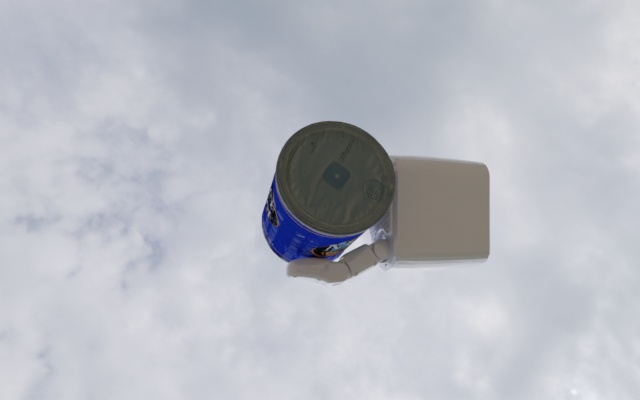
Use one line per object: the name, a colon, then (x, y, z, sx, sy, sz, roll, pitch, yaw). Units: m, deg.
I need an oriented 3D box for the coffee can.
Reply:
coffee can: (0.000, 0.002, 0.460, 0.103, 0.102, 0.140, 0, -19, -12)
